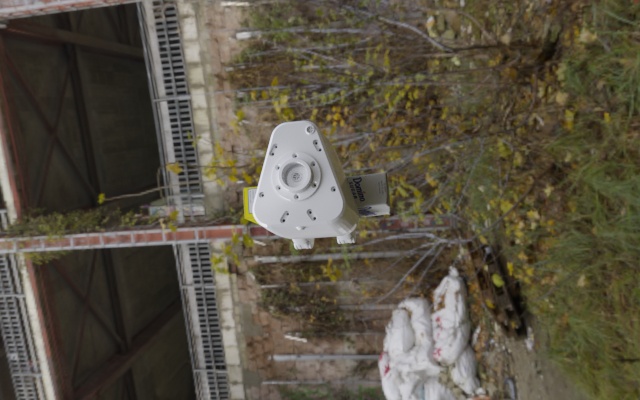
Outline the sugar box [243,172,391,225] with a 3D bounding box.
[{"bbox_3d":[0.000,0.003,0.610,0.176,0.048,0.093,-4,-10,9],"label":"sugar box"}]
